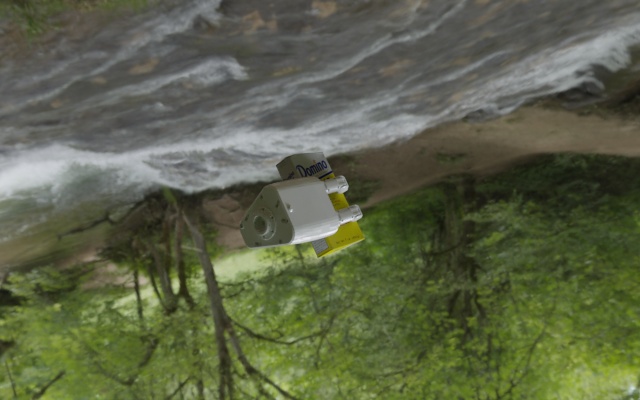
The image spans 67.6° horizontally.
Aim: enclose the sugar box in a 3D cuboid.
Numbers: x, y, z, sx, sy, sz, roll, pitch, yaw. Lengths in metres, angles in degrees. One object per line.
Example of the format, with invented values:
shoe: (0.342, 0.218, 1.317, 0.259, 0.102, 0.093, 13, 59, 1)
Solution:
sugar box: (0.000, 0.003, 0.821, 0.048, 0.176, 0.093, -31, -12, 39)
